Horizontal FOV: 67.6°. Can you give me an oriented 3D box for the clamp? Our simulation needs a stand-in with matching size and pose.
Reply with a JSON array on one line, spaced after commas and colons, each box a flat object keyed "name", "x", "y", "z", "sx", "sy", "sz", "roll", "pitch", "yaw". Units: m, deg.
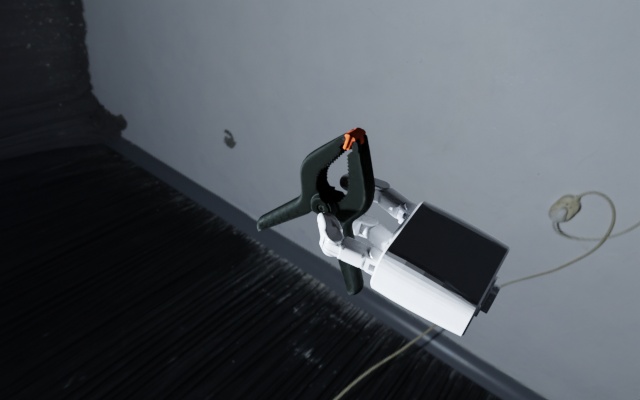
[{"name": "clamp", "x": 0.000, "y": 0.002, "z": 0.573, "sx": 0.164, "sy": 0.210, "sz": 0.036, "roll": 27, "pitch": 37, "yaw": 19}]
